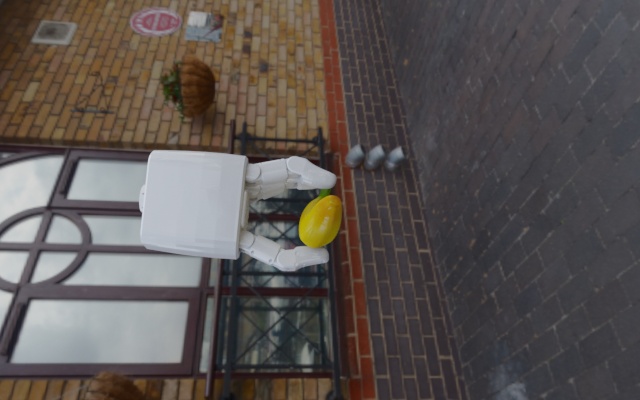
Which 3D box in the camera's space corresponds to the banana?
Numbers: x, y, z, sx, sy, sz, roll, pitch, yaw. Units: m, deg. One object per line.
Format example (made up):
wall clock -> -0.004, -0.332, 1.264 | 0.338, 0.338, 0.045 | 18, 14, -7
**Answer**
banana -> -0.003, 0.020, 0.532 | 0.037, 0.069, 0.198 | 9, 5, -4
